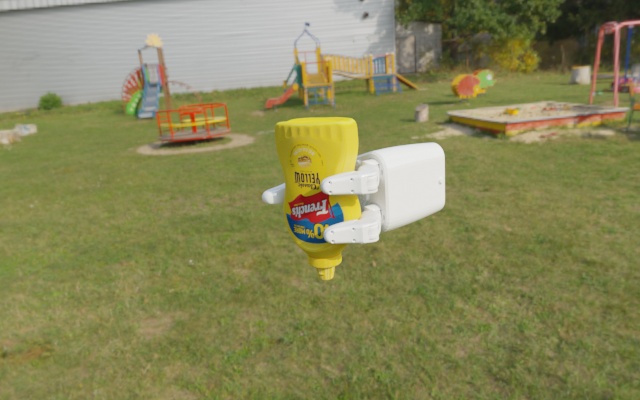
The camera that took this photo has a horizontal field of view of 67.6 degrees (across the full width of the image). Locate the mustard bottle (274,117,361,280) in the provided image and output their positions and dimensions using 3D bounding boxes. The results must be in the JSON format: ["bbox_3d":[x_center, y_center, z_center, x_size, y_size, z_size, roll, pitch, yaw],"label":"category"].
[{"bbox_3d":[0.000,0.002,0.557,0.096,0.192,0.058,5,18,30],"label":"mustard bottle"}]
